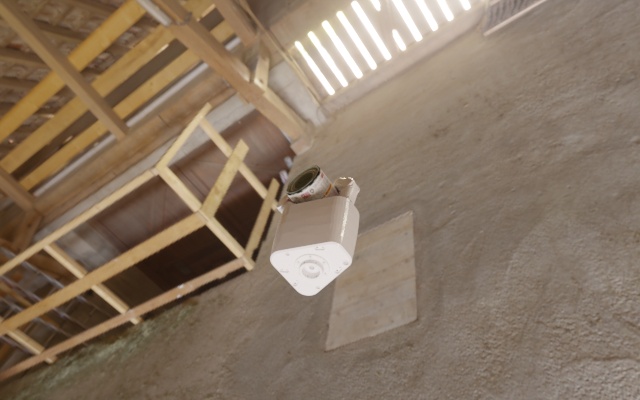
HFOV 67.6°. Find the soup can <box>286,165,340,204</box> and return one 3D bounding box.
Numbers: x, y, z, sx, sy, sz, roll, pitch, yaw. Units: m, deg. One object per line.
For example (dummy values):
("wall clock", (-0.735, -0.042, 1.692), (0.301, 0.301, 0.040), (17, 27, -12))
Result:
("soup can", (0.000, 0.002, 0.771), (0.068, 0.102, 0.068), (-31, 25, 17))
